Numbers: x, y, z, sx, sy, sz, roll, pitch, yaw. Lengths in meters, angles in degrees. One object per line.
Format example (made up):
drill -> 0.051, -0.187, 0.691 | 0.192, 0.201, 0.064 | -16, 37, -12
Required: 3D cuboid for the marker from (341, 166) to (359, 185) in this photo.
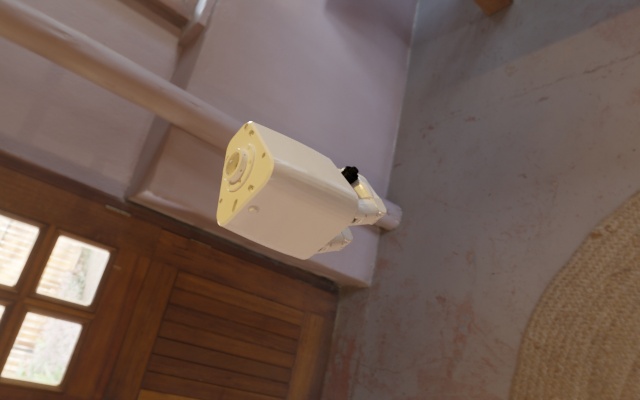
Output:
marker -> 0.000, 0.002, 0.552 | 0.121, 0.020, 0.020 | -43, -24, 29
